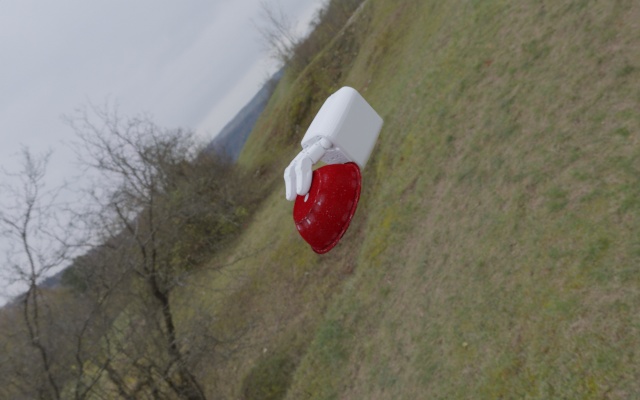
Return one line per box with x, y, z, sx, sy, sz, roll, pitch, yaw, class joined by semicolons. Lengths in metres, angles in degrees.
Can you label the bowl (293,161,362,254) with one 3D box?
0.000;0.004;0.770;0.055;0.162;0.162;21;-8;-21;bowl
